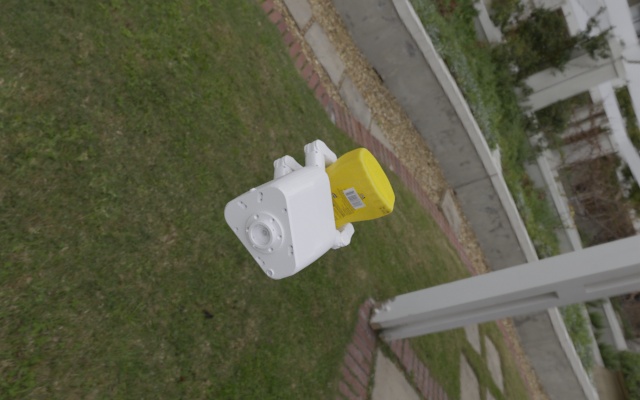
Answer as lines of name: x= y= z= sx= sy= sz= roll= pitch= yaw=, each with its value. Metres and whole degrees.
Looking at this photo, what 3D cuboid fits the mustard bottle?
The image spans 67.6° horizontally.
mustard bottle: x=0.000 y=0.002 z=0.673 sx=0.191 sy=0.096 sz=0.058 roll=-21 pitch=29 yaw=28
